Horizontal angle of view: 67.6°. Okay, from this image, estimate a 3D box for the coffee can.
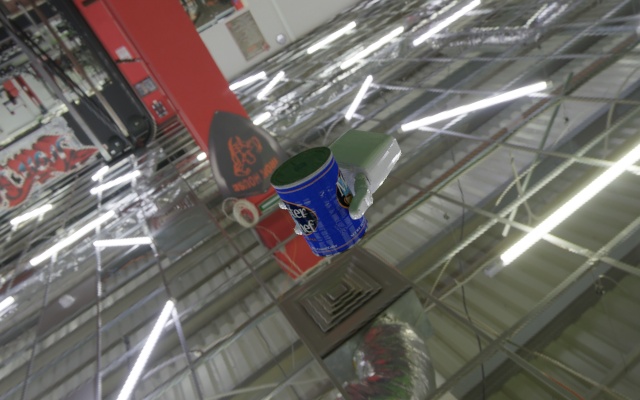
[{"bbox_3d":[0.000,0.002,0.742,0.103,0.140,0.102,-23,26,12],"label":"coffee can"}]
